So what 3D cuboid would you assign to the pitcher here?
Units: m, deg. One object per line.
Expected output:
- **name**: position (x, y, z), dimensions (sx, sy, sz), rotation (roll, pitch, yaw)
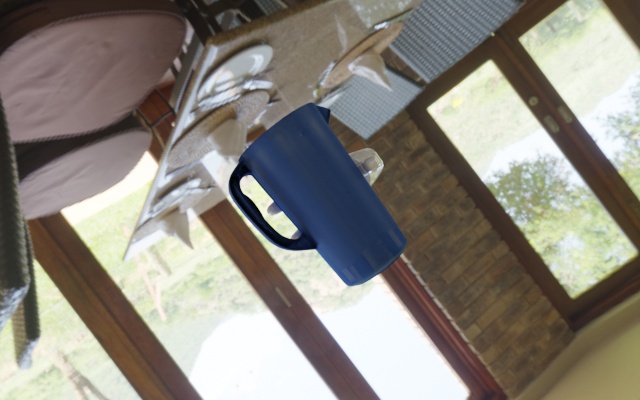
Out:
- **pitcher**: position (0.000, 0.002, 0.663), dimensions (0.149, 0.243, 0.145), rotation (-37, 1, 27)
